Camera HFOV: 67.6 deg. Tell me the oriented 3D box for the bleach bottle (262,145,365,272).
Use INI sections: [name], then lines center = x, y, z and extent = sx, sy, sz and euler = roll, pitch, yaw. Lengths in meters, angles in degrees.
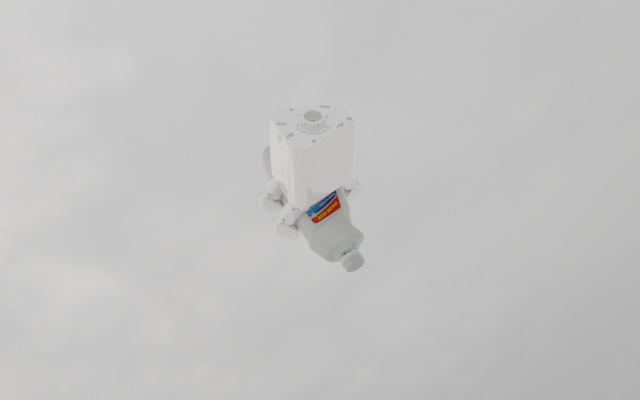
[bleach bottle]
center = 0.000, 0.002, 0.728
extent = 0.102, 0.068, 0.250
euler = -19, 51, -18
